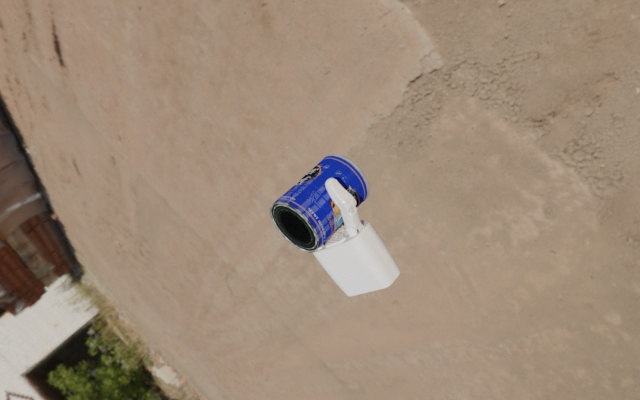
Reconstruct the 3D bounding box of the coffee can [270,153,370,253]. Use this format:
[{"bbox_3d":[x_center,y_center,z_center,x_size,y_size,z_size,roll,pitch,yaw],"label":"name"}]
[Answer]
[{"bbox_3d":[0.000,0.002,0.792,0.103,0.103,0.140,0,37,51],"label":"coffee can"}]
